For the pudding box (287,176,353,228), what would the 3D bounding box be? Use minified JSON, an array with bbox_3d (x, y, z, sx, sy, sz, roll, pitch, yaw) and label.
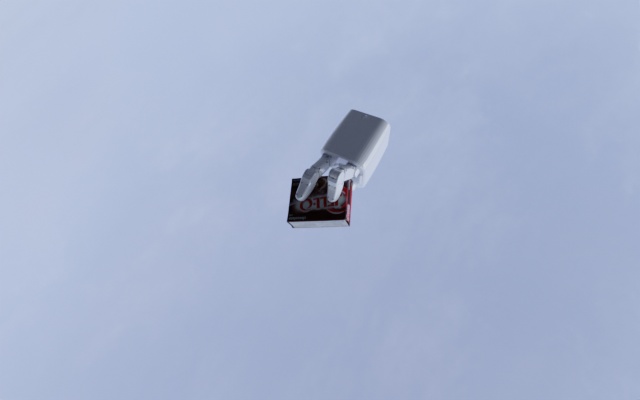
[{"bbox_3d":[0.000,0.003,0.867,0.113,0.090,0.039,-4,-28,19],"label":"pudding box"}]
